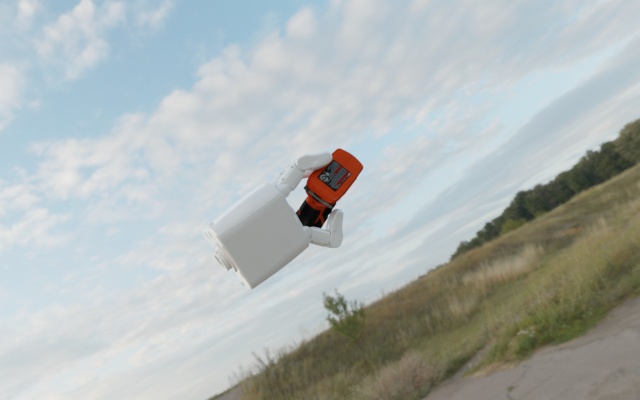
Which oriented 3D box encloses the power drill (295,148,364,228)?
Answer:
[{"bbox_3d":[0.000,0.002,0.779,0.057,0.184,0.188,35,-42,4],"label":"power drill"}]
